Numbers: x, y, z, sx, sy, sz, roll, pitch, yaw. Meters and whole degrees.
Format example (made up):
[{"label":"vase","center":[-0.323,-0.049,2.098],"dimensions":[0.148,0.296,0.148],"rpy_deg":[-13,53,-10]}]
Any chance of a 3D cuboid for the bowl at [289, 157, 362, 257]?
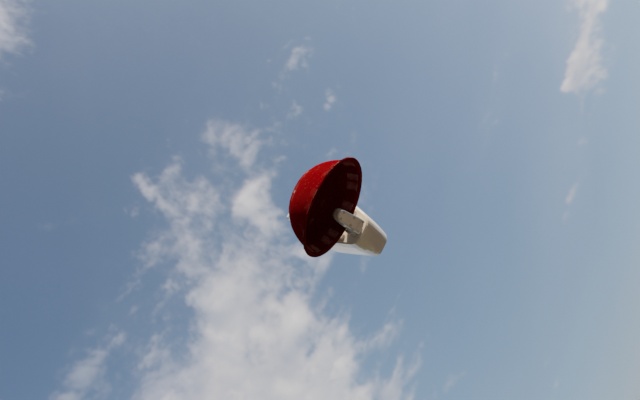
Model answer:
[{"label":"bowl","center":[-0.001,0.002,0.725],"dimensions":[0.055,0.162,0.162],"rpy_deg":[24,10,25]}]
